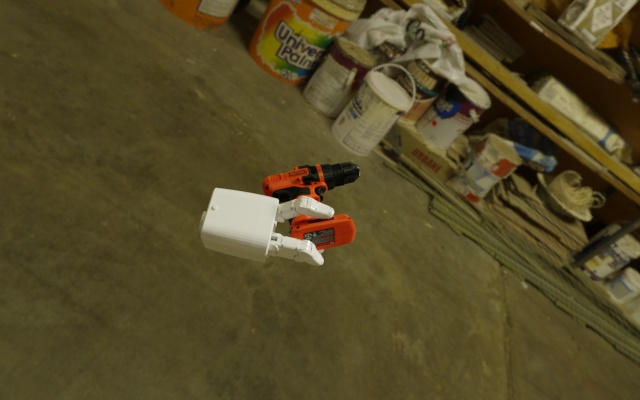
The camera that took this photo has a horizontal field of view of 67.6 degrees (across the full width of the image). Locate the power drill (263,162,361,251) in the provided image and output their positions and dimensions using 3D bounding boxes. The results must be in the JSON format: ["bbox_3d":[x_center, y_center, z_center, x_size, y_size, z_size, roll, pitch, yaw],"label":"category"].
[{"bbox_3d":[0.000,0.003,0.836,0.184,0.057,0.187,-13,37,-6],"label":"power drill"}]
